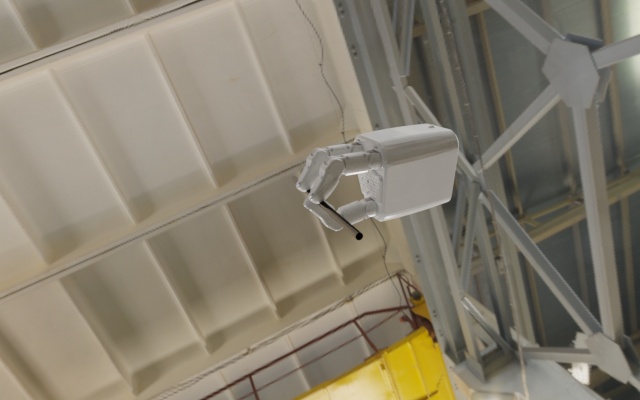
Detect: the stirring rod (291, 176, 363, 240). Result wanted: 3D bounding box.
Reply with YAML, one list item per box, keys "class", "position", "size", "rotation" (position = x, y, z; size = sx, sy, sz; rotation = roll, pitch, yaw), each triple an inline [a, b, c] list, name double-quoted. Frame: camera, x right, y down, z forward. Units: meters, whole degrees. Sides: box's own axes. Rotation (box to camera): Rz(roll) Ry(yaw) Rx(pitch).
- class: "stirring rod"
  position: [0.000, 0.002, 0.575]
  size: [0.011, 0.011, 0.239]
  rotation: [0, 16, -19]
